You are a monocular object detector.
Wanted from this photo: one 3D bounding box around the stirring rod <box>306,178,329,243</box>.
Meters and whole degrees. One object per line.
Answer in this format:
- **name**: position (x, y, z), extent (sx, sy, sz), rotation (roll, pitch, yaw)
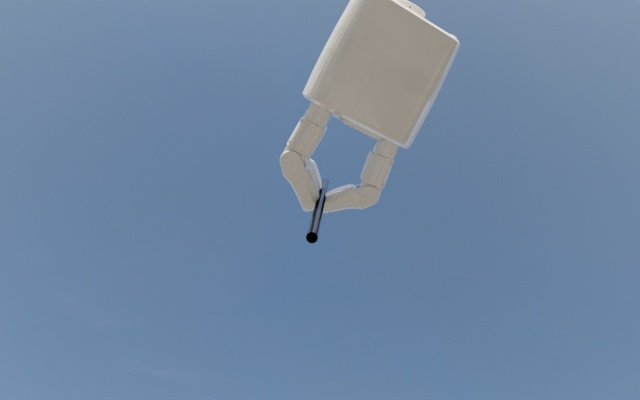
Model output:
- **stirring rod**: position (0.000, 0.001, 0.440), extent (0.011, 0.011, 0.239), rotation (0, 11, 3)
